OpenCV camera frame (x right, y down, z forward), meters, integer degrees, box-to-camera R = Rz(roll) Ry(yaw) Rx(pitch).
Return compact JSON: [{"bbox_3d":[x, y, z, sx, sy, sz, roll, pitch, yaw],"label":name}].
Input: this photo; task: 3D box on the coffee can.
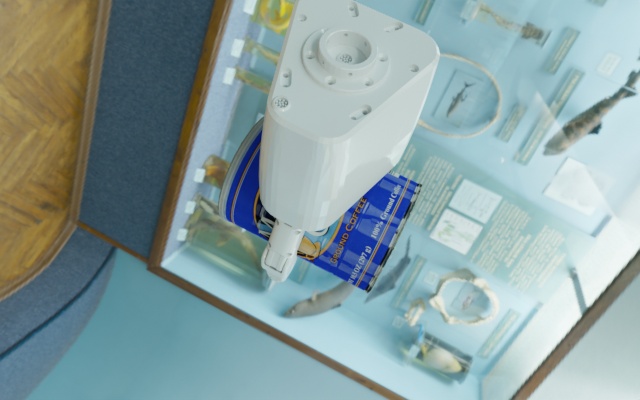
[{"bbox_3d":[0.000,0.001,0.408,0.140,0.103,0.103,26,3,7],"label":"coffee can"}]
